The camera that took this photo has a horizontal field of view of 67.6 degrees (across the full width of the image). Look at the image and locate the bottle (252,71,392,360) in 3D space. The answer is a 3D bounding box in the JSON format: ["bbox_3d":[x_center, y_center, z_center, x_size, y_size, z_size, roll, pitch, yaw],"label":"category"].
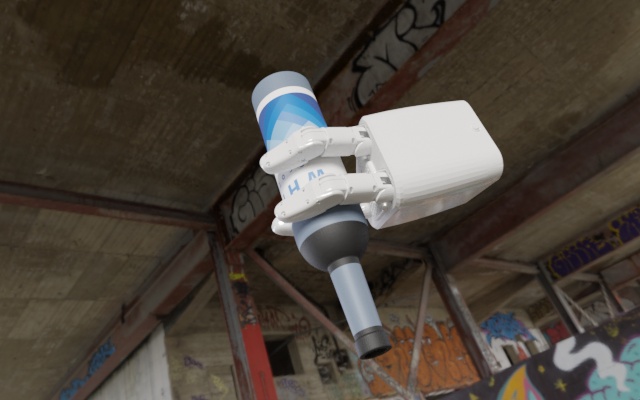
[{"bbox_3d":[0.000,0.001,0.449,0.069,0.295,0.069,-14,-32,-9],"label":"bottle"}]
